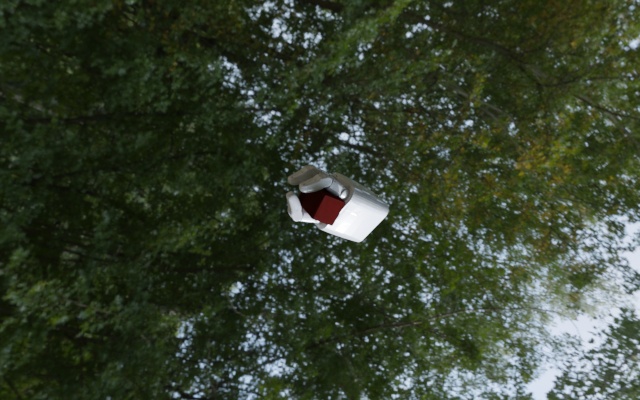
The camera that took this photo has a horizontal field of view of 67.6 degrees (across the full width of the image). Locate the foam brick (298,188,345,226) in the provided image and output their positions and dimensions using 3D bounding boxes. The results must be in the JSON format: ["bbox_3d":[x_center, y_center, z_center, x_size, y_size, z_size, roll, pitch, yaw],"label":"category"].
[{"bbox_3d":[0.000,0.003,0.894,0.051,0.053,0.078,23,14,-34],"label":"foam brick"}]
